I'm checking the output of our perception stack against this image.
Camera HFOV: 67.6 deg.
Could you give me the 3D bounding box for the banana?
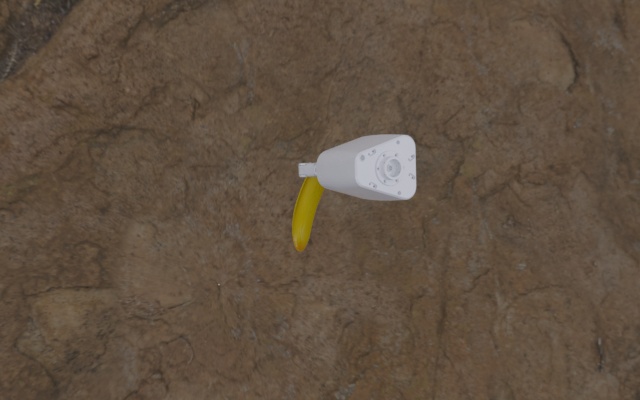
[{"bbox_3d":[-0.009,-0.007,0.835,0.037,0.198,0.070,22,-6,42],"label":"banana"}]
